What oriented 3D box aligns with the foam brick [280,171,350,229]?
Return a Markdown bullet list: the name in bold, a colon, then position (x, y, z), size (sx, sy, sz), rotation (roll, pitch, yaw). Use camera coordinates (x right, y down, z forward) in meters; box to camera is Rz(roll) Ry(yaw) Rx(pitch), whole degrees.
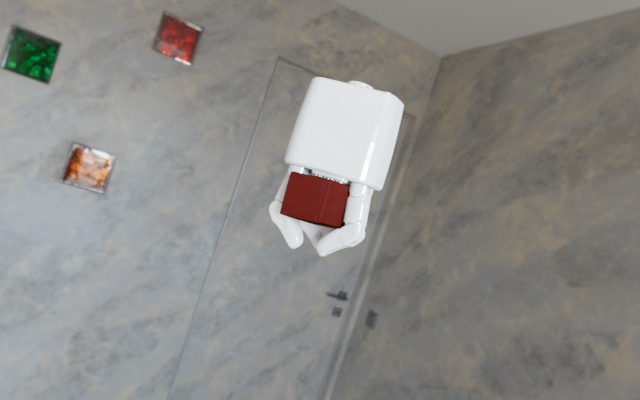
- **foam brick**: position (0.000, 0.002, 0.546), size (0.053, 0.051, 0.078), rotation (15, -1, 31)
